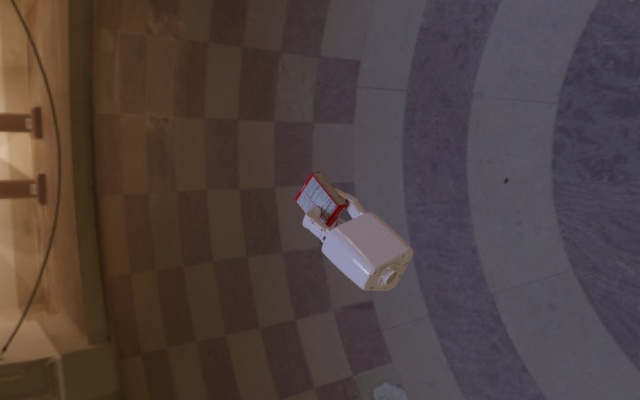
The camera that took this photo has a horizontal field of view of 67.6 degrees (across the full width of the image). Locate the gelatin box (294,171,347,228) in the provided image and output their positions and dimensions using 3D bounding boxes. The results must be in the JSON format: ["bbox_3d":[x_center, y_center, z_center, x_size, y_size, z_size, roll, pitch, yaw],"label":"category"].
[{"bbox_3d":[0.000,0.003,0.888,0.030,0.089,0.073,-14,-33,-46],"label":"gelatin box"}]
